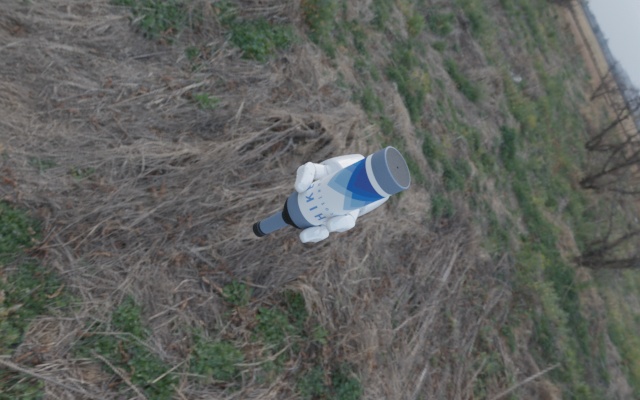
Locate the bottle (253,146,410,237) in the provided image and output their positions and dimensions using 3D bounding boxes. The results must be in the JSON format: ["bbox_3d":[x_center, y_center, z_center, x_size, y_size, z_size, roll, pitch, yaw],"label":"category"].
[{"bbox_3d":[0.000,0.002,0.767,0.296,0.069,0.069,-24,-14,34],"label":"bottle"}]
